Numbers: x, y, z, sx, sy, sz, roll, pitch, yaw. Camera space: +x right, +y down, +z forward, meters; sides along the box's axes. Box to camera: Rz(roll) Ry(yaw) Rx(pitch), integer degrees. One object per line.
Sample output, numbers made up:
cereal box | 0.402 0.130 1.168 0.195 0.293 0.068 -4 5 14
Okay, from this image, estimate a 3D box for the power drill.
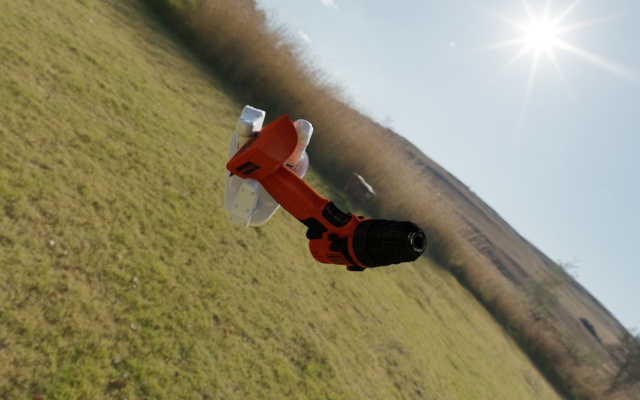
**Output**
power drill | 0.000 0.001 0.497 0.188 0.057 0.184 47 -27 -17
